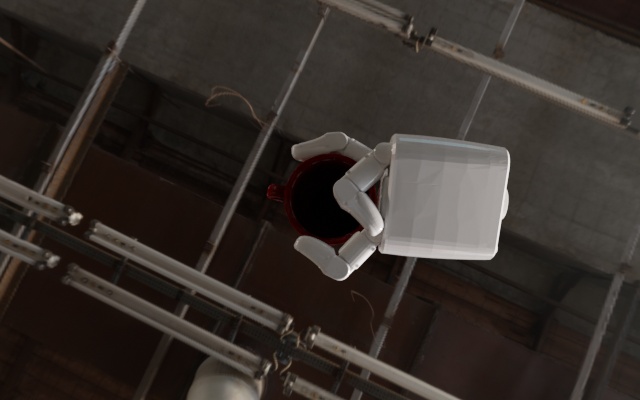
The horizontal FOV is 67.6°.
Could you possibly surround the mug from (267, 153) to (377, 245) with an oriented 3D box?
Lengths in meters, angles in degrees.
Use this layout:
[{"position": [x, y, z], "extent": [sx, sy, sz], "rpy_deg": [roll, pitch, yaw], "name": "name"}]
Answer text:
[{"position": [-0.001, 0.002, 0.518], "extent": [0.117, 0.093, 0.081], "rpy_deg": [7, -7, 4], "name": "mug"}]
